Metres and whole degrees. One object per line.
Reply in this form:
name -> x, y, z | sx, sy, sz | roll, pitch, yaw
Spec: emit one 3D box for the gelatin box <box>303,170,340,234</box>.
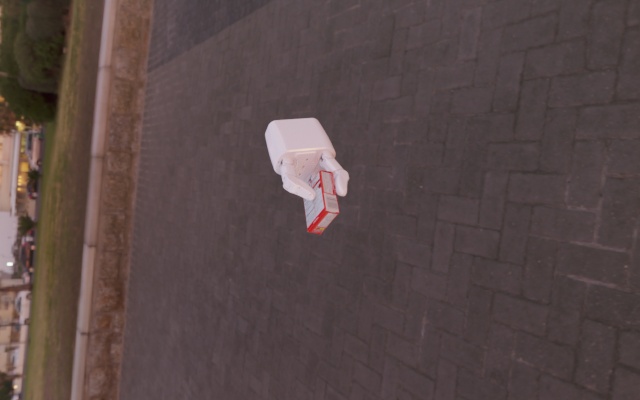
gelatin box -> 0.000, 0.003, 0.842 | 0.030, 0.089, 0.073 | 10, -38, -25
